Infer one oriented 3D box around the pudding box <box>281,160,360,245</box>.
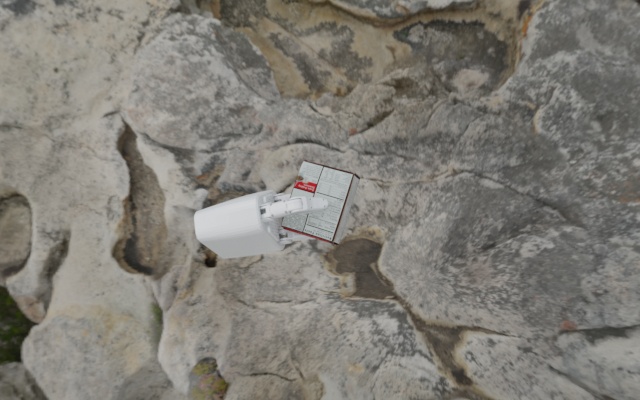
[{"bbox_3d":[0.000,0.002,0.730,0.090,0.113,0.039,17,-3,18],"label":"pudding box"}]
